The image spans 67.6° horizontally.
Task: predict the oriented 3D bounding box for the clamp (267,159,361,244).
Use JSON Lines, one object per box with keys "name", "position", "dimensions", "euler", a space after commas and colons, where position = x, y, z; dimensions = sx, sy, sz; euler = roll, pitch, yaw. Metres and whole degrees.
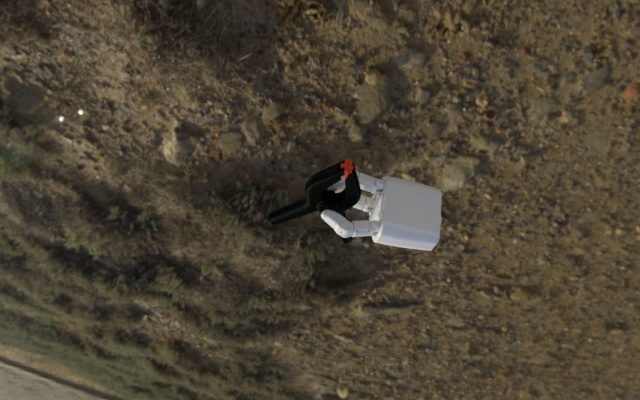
{"name": "clamp", "position": [0.000, 0.003, 0.821], "dimensions": [0.164, 0.036, 0.210], "euler": [10, -38, -8]}
